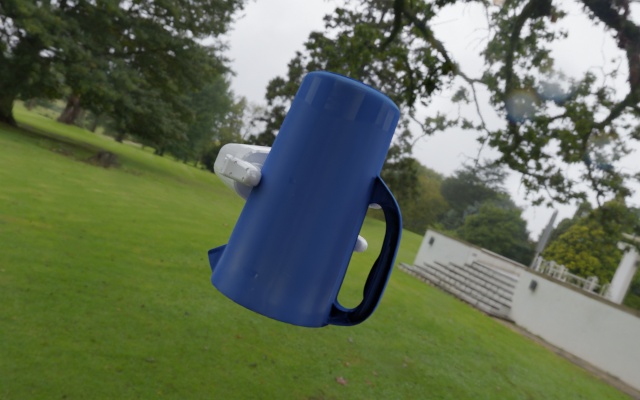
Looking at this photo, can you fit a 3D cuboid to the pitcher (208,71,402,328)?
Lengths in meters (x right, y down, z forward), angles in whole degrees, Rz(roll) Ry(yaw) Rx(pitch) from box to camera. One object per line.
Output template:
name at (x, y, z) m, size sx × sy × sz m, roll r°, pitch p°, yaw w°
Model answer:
pitcher at (0.000, 0.002, 0.496) m, size 0.149 × 0.243 × 0.145 m, roll 21°, pitch 2°, yaw -30°
